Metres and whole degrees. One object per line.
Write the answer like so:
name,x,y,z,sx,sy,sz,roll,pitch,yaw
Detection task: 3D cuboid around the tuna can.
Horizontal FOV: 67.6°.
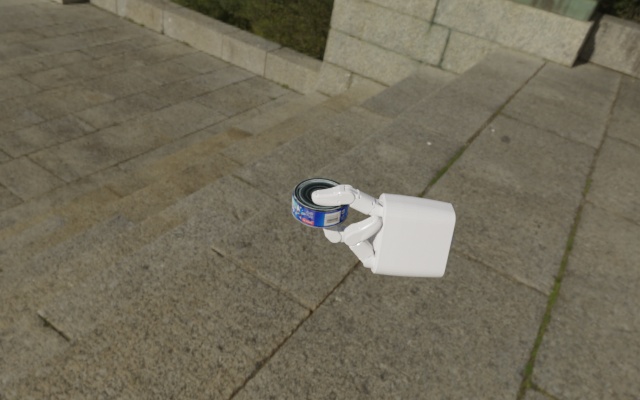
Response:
tuna can,0.000,0.002,0.711,0.086,0.034,0.086,4,36,-3
